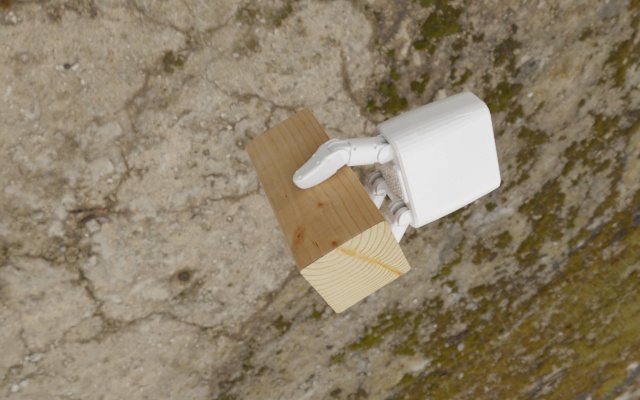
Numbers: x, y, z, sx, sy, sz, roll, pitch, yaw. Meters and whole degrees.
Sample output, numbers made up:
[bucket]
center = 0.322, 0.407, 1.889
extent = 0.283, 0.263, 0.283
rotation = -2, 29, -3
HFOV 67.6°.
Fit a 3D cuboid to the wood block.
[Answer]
[wood block]
center = 0.000, 0.001, 0.516
extent = 0.090, 0.206, 0.091
rotation = -32, -45, 2
